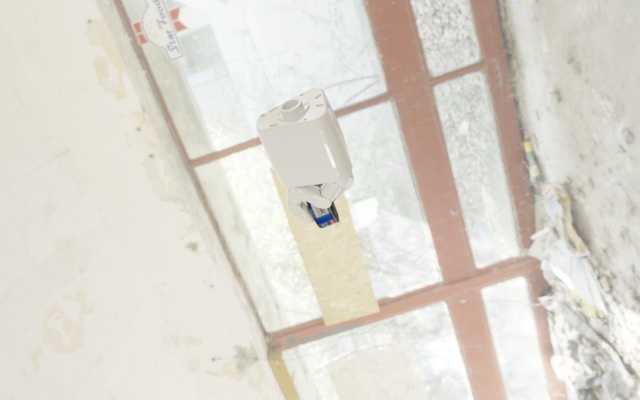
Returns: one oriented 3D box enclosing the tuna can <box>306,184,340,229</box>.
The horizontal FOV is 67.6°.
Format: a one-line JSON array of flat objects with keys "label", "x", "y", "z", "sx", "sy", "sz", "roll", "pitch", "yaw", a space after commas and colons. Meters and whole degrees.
[{"label": "tuna can", "x": 0.000, "y": 0.003, "z": 0.794, "sx": 0.034, "sy": 0.086, "sz": 0.086, "roll": -22, "pitch": -3, "yaw": 8}]
